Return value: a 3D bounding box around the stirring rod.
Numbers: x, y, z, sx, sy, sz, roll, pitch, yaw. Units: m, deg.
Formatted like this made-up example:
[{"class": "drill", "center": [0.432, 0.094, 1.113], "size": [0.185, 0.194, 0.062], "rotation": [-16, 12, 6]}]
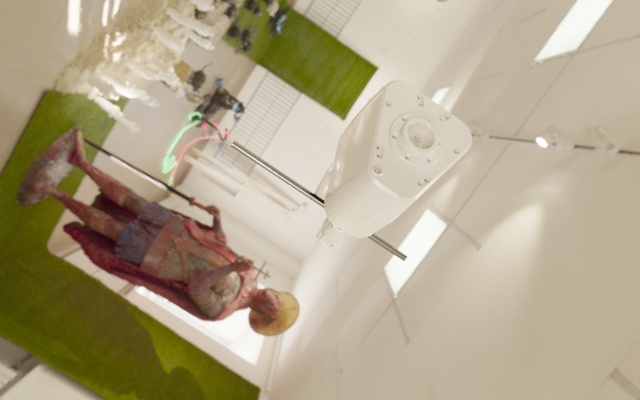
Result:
[{"class": "stirring rod", "center": [0.000, 0.002, 0.551], "size": [0.239, 0.011, 0.011], "rotation": [34, -3, -5]}]
